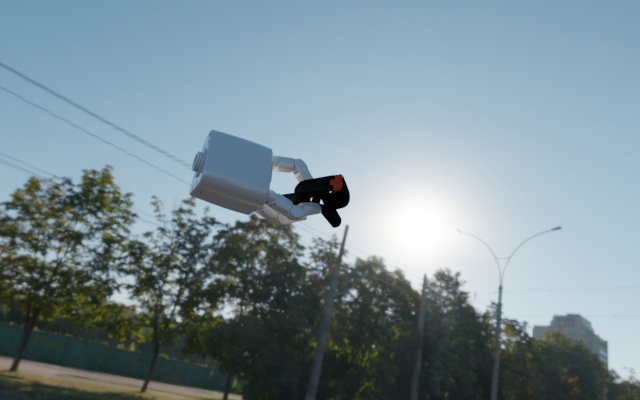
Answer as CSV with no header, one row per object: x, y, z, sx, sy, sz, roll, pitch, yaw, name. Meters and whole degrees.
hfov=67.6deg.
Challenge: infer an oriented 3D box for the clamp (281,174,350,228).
0.000,0.002,0.830,0.164,0.036,0.210,16,-21,-23,clamp
